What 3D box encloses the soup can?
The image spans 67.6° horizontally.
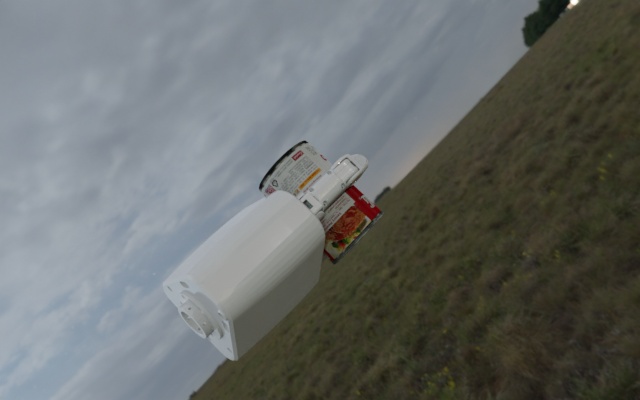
[{"bbox_3d":[0.000,0.001,0.452,0.102,0.068,0.068,44,5,6],"label":"soup can"}]
